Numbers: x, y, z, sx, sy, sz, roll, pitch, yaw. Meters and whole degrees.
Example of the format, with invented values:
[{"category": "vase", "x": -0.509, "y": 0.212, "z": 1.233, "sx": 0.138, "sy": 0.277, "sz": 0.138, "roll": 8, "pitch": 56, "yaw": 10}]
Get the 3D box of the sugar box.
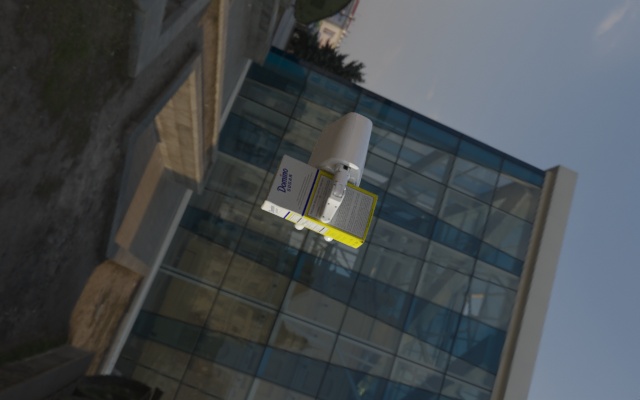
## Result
[{"category": "sugar box", "x": 0.000, "y": 0.003, "z": 0.793, "sx": 0.176, "sy": 0.093, "sz": 0.048, "roll": 23, "pitch": -26, "yaw": -8}]
